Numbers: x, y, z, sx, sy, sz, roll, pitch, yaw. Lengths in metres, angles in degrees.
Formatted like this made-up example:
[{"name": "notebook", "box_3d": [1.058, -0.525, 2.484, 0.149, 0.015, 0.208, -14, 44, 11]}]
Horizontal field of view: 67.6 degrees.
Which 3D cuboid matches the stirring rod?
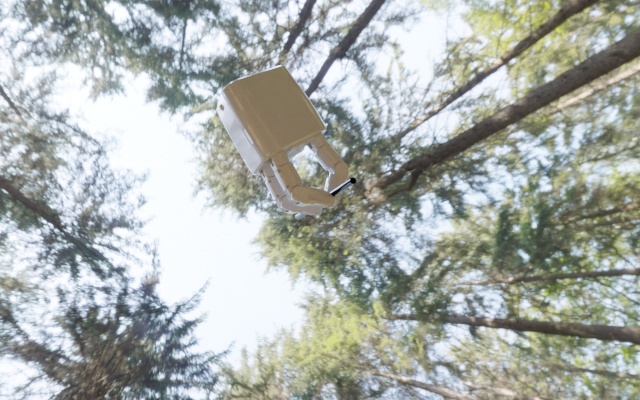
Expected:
[{"name": "stirring rod", "box_3d": [0.000, 0.002, 0.657, 0.011, 0.011, 0.239, 0, -12, -18]}]
